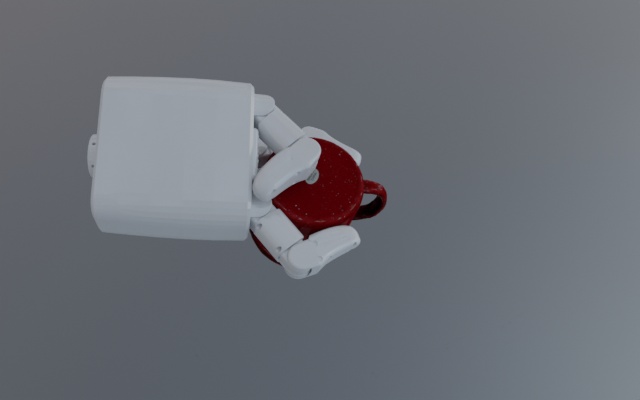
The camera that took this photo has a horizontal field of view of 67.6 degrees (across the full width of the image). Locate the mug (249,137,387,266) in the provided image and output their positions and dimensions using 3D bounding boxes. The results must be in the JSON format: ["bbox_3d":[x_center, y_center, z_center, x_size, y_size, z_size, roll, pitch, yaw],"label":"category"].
[{"bbox_3d":[0.002,0.001,0.405,0.117,0.093,0.081,1,-28,-12],"label":"mug"}]
